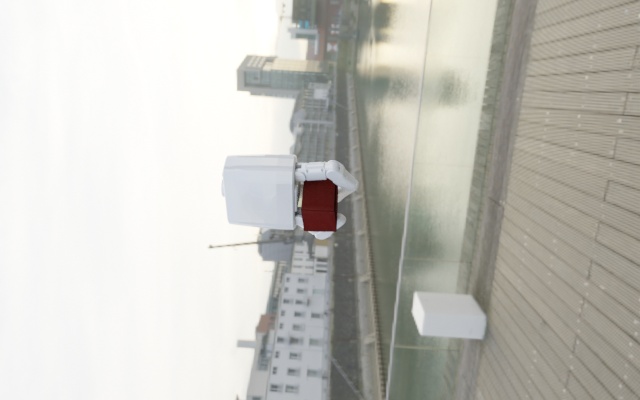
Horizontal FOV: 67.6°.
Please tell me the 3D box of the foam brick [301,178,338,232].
[{"bbox_3d":[0.000,0.003,0.721,0.051,0.078,0.053,1,-41,3],"label":"foam brick"}]
